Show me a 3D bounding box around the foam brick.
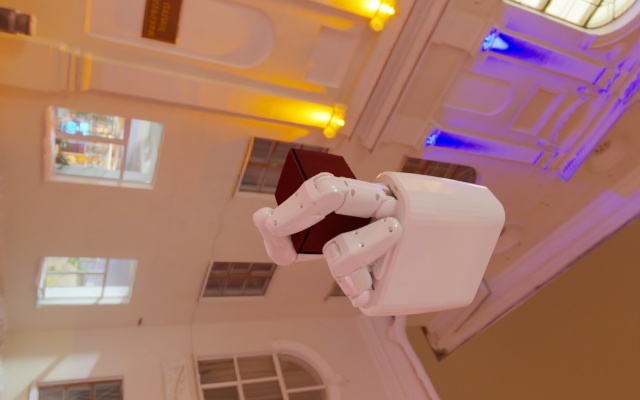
[{"bbox_3d":[0.000,0.001,0.401,0.051,0.053,0.078,4,39,-27],"label":"foam brick"}]
